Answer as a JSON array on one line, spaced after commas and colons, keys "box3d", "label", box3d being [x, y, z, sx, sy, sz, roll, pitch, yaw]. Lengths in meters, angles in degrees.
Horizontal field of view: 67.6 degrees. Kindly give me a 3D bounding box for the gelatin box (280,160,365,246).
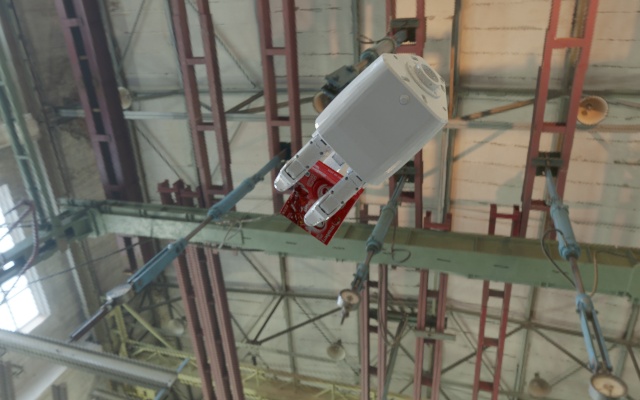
[{"box3d": [0.000, 0.002, 0.582, 0.073, 0.089, 0.030, 35, 40, 4], "label": "gelatin box"}]
